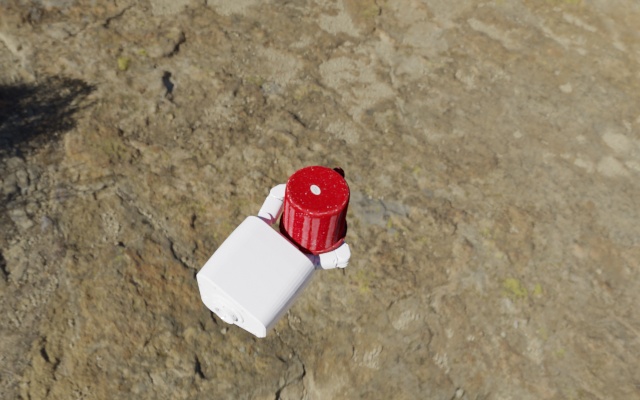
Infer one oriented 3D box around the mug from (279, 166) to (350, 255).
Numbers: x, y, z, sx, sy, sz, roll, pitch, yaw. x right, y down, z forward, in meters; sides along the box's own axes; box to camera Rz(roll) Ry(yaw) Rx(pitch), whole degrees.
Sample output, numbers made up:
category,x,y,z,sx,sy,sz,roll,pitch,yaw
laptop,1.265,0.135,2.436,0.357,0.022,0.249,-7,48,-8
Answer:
category,x,y,z,sx,sy,sz,roll,pitch,yaw
mug,0.001,0.001,0.622,0.093,0.117,0.082,30,-34,16
